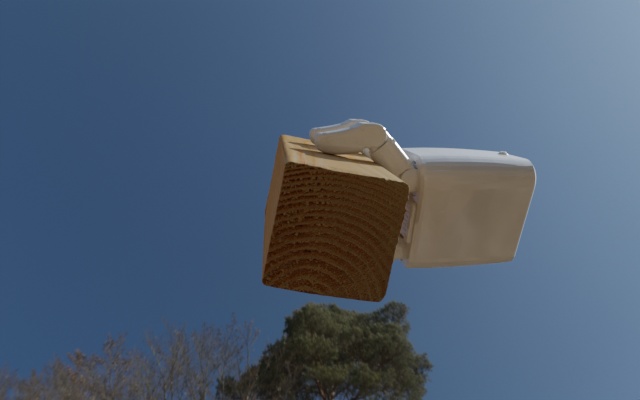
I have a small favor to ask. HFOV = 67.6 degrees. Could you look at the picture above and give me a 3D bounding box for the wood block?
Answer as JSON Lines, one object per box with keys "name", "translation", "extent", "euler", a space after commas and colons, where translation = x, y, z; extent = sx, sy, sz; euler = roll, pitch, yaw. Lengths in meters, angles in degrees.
{"name": "wood block", "translation": [0.000, 0.002, 0.425], "extent": [0.090, 0.091, 0.206], "euler": [10, 11, -8]}
